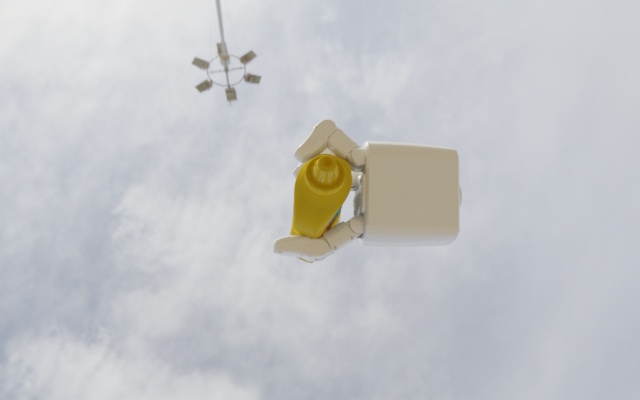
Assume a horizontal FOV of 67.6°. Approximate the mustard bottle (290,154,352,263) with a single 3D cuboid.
[{"bbox_3d":[0.000,0.002,0.543,0.058,0.096,0.192,24,-22,5],"label":"mustard bottle"}]
